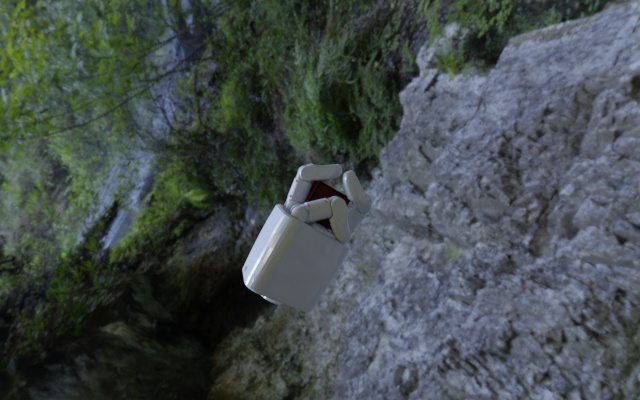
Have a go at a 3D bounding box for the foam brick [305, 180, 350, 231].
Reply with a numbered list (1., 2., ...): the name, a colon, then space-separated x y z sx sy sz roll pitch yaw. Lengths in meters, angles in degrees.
1. foam brick: 0.000 0.002 0.675 0.053 0.051 0.078 29 2 -14
